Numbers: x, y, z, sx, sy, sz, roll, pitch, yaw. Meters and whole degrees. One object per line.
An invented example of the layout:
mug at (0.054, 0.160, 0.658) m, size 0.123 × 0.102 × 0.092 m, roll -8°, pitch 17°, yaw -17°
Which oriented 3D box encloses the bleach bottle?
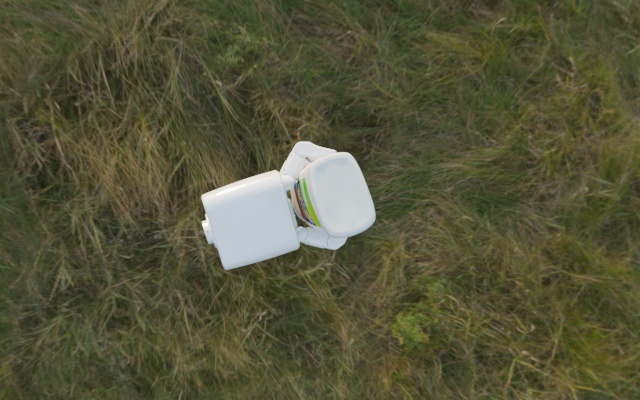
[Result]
bleach bottle at (0.000, 0.002, 0.672) m, size 0.068 × 0.102 × 0.251 m, roll -19°, pitch -1°, yaw -12°
